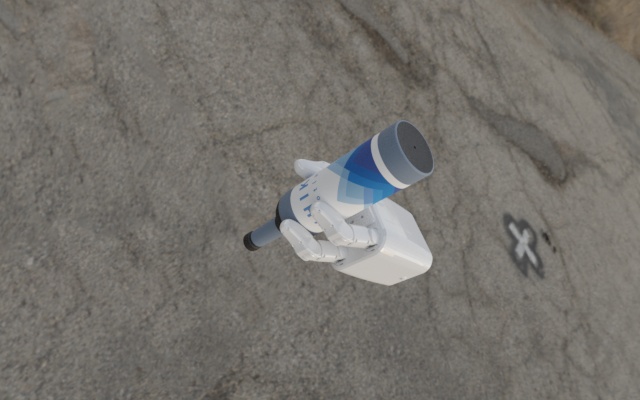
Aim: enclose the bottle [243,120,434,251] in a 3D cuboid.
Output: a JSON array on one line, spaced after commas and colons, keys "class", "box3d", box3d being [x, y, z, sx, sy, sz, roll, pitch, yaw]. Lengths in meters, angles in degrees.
[{"class": "bottle", "box3d": [0.000, 0.002, 0.596, 0.296, 0.069, 0.069, -30, -20, 38]}]
